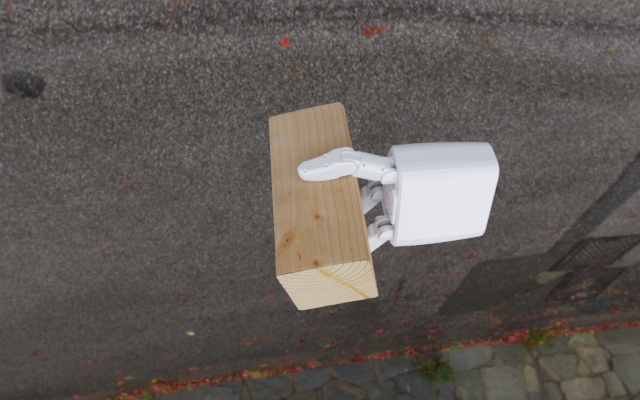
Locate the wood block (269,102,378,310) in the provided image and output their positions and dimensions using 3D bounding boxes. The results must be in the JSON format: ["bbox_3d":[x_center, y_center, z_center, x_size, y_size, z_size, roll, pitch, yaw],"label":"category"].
[{"bbox_3d":[0.000,0.002,0.530,0.090,0.206,0.091,-11,-35,6],"label":"wood block"}]
